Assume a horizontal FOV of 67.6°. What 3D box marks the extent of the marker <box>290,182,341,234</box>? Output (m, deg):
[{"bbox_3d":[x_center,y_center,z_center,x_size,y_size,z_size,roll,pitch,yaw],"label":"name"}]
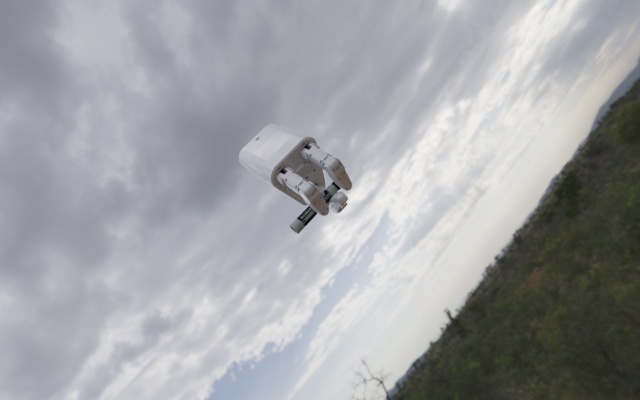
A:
[{"bbox_3d":[0.000,0.002,0.733,0.121,0.020,0.020,-46,16,-16],"label":"marker"}]
